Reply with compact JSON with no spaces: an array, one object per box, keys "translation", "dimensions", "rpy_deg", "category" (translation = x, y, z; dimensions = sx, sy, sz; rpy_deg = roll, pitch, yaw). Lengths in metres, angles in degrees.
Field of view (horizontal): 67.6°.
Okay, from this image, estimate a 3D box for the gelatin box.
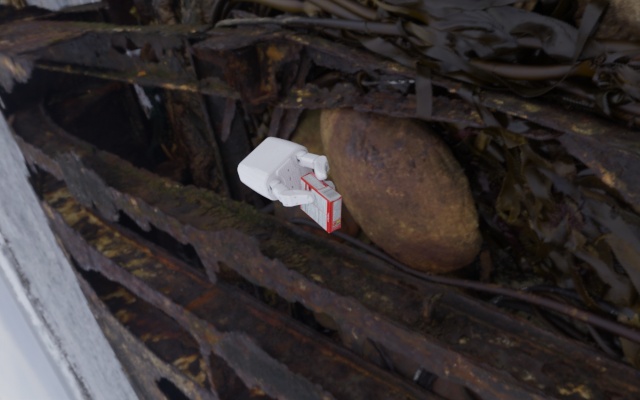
[{"translation":[0.000,0.003,0.843],"dimensions":[0.030,0.073,0.089],"rpy_deg":[-25,46,-28],"category":"gelatin box"}]
